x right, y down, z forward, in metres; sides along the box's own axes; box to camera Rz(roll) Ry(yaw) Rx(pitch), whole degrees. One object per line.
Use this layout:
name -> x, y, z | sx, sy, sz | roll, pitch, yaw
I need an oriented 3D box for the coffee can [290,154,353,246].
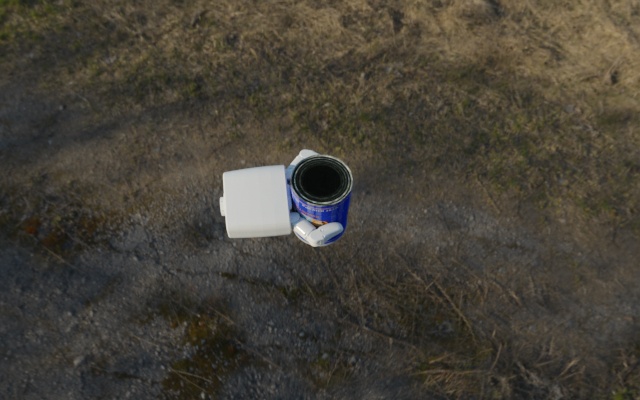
coffee can -> 0.000, 0.003, 0.830 | 0.103, 0.102, 0.140 | 0, -32, -2
